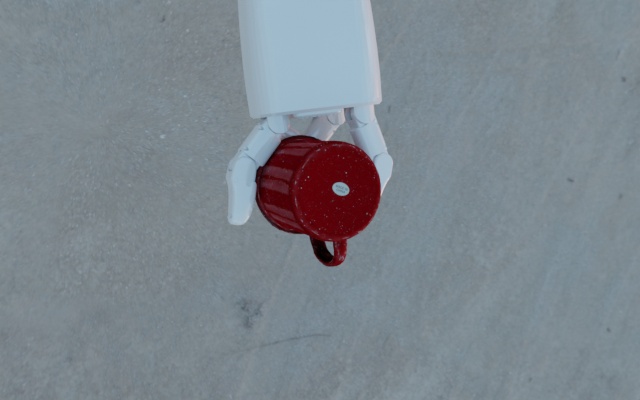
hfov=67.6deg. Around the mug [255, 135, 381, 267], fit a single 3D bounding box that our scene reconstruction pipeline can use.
[{"bbox_3d":[0.000,0.003,0.413,0.093,0.117,0.081,-11,10,-23],"label":"mug"}]
